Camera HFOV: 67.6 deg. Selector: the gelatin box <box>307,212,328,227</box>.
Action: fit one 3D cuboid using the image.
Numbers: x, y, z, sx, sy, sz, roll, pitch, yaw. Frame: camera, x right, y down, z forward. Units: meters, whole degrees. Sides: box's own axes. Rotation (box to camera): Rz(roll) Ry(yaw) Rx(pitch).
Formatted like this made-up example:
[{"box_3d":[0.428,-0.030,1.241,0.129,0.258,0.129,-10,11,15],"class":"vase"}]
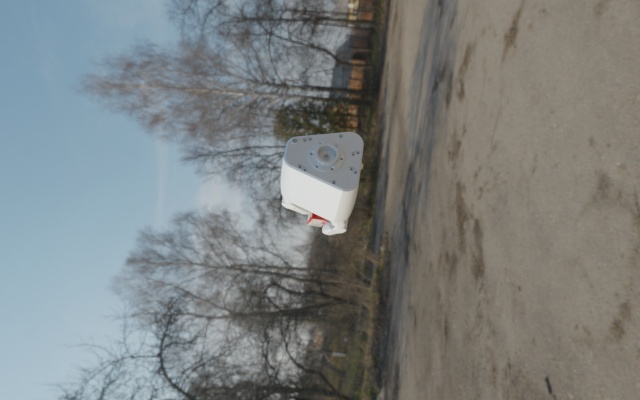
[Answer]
[{"box_3d":[0.000,0.003,0.806,0.030,0.073,0.089,10,-11,-5],"class":"gelatin box"}]
